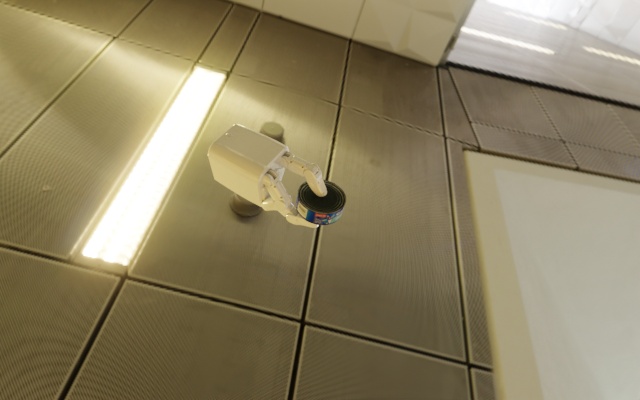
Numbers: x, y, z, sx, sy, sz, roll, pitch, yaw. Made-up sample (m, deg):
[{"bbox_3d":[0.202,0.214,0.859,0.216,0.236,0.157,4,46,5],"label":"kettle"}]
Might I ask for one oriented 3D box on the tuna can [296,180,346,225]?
[{"bbox_3d":[0.000,0.003,0.839,0.086,0.034,0.086,7,43,-7],"label":"tuna can"}]
